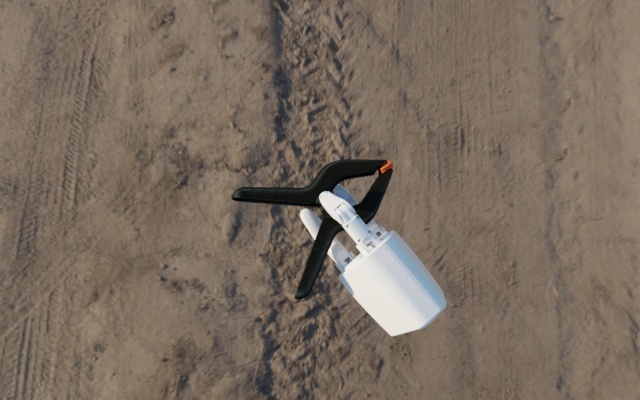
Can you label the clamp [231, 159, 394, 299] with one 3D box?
[{"bbox_3d":[0.001,0.002,0.626,0.210,0.164,0.036,-39,-5,-8],"label":"clamp"}]
